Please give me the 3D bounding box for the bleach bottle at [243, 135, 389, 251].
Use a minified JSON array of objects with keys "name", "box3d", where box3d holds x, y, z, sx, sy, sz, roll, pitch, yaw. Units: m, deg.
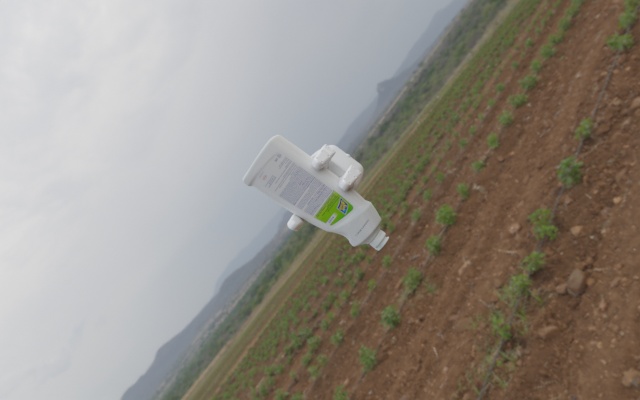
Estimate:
[{"name":"bleach bottle","box3d":[0.000,0.003,0.795,0.251,0.102,0.068,37,20,1]}]
